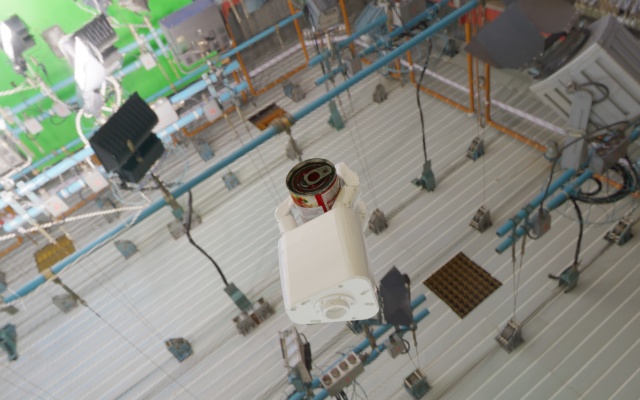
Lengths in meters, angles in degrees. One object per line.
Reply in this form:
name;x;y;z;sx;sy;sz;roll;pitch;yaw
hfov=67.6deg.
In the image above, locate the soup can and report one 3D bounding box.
soup can;0.000;0.002;0.650;0.068;0.068;0.102;0;-42;20
